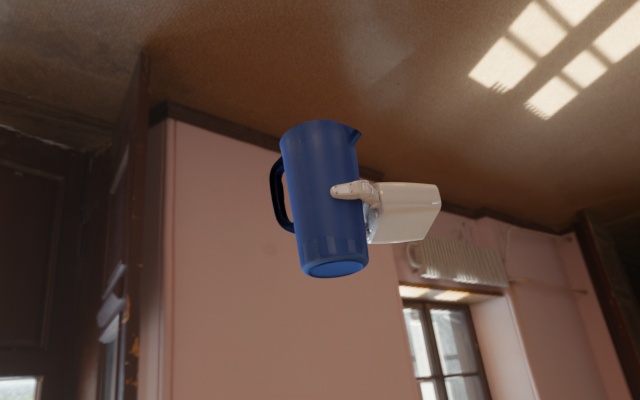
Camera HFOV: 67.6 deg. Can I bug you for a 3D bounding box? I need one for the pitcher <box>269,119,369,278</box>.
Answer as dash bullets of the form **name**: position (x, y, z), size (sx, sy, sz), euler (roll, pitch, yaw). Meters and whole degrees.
- **pitcher**: position (0.000, 0.003, 0.795), size (0.145, 0.242, 0.149), euler (-1, -25, -15)
